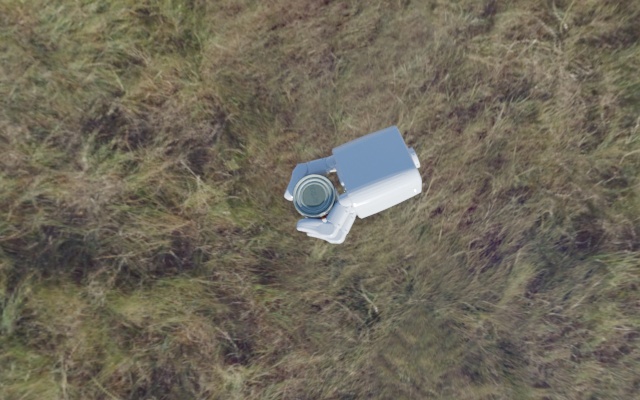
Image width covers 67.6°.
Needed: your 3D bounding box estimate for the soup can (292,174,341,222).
[{"bbox_3d":[0.000,0.002,0.746,0.068,0.068,0.102,0,-11,12],"label":"soup can"}]
